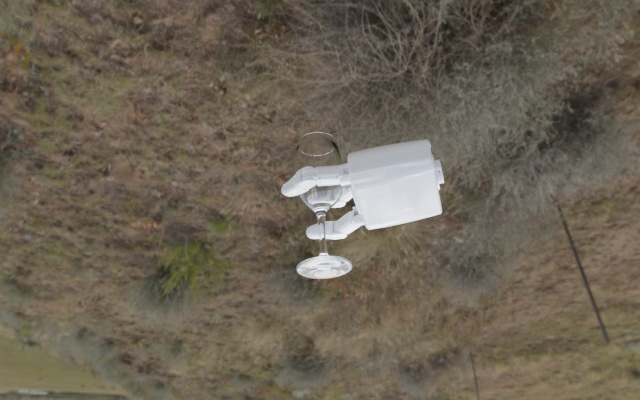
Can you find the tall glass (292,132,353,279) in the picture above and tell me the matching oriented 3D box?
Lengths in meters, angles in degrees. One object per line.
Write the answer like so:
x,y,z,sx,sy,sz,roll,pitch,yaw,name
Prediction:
0.000,0.003,0.671,0.079,0.201,0.079,-3,-29,-2,tall glass
